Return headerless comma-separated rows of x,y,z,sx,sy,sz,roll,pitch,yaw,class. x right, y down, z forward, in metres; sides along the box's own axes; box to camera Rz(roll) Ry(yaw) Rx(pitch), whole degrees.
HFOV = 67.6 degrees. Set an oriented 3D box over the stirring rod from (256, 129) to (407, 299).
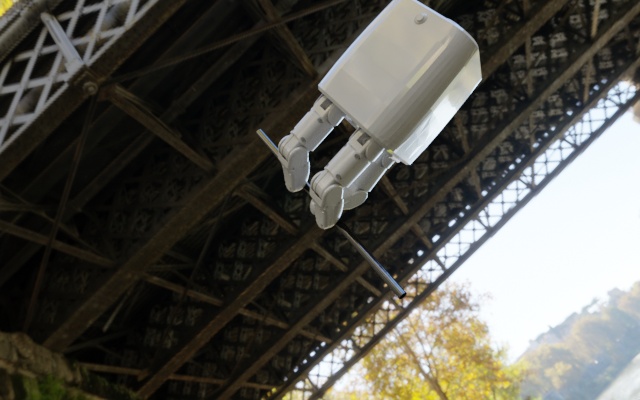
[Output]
0.000,0.001,0.450,0.011,0.011,0.239,0,39,-45,stirring rod
